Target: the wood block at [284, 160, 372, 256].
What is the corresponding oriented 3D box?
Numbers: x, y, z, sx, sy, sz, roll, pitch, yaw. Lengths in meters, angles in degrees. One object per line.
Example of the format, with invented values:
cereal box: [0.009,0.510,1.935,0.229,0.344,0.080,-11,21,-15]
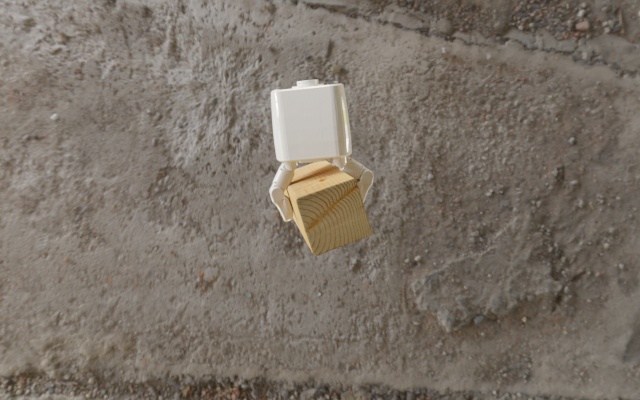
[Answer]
wood block: [0.000,0.002,0.756,0.091,0.090,0.206,-20,15,-6]
